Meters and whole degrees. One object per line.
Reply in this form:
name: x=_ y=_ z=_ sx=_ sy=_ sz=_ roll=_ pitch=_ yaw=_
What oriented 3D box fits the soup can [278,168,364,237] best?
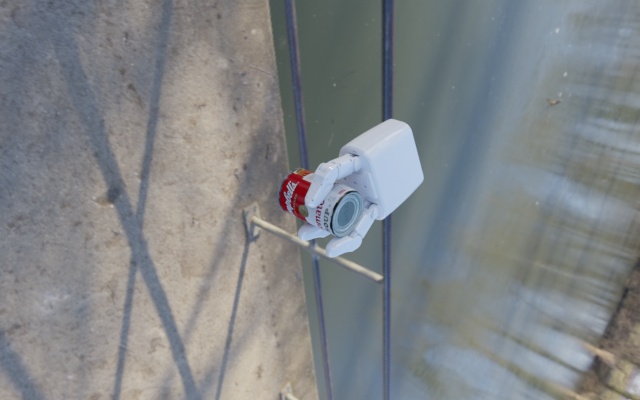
soup can: x=0.000 y=0.002 z=0.660 sx=0.102 sy=0.068 sz=0.068 roll=24 pitch=15 yaw=36
